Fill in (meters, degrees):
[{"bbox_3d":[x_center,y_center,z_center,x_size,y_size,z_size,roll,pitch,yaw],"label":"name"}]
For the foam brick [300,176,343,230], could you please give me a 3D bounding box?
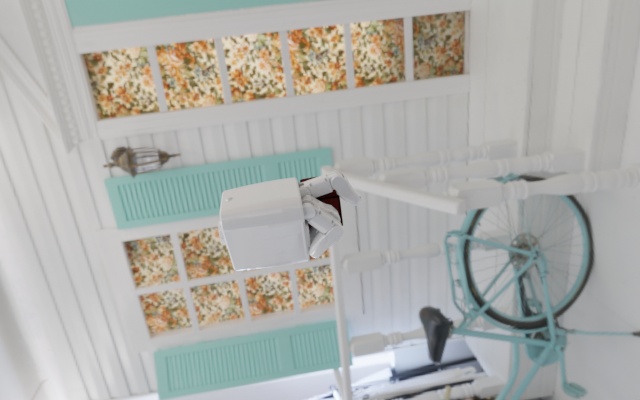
[{"bbox_3d":[0.000,0.002,0.710,0.051,0.053,0.078,-10,26,-3],"label":"foam brick"}]
